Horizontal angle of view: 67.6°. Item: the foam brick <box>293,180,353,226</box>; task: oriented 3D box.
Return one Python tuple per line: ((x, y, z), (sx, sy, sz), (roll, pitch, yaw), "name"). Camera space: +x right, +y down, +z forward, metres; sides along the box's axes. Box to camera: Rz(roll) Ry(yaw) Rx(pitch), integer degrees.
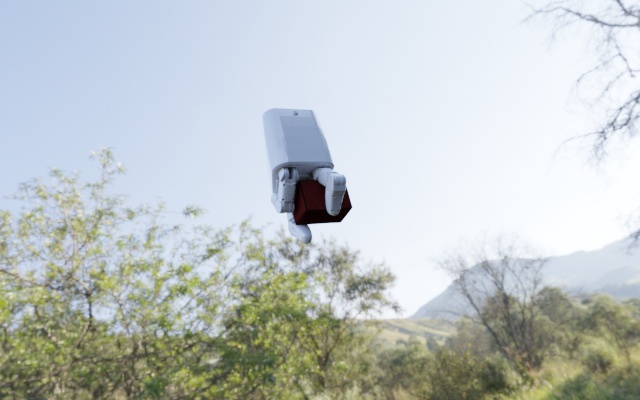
((0.000, 0.002, 0.727), (0.078, 0.051, 0.053), (-2, -28, -25), "foam brick")
